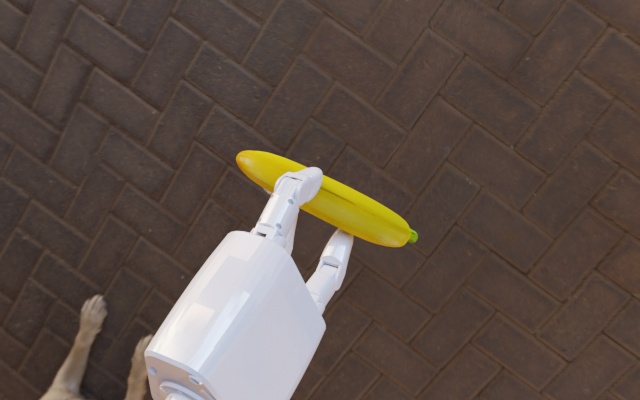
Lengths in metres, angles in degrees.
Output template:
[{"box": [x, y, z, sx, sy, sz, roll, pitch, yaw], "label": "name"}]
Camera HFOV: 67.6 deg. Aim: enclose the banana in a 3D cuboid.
[{"box": [0.004, 0.000, 0.448, 0.198, 0.037, 0.069, 27, -9, 1], "label": "banana"}]
